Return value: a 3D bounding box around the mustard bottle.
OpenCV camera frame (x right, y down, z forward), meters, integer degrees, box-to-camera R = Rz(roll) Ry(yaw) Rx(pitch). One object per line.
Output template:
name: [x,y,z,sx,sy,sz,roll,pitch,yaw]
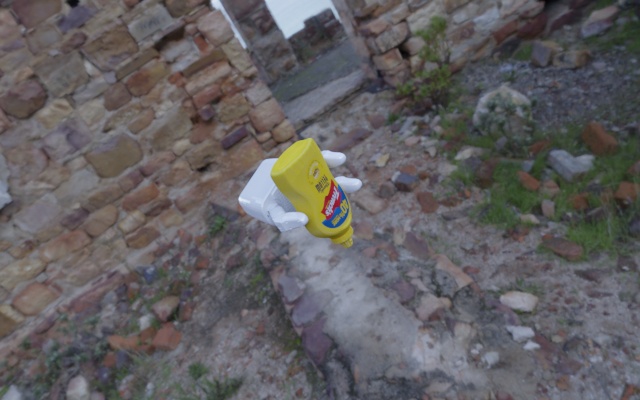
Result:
mustard bottle: [0.000,0.002,0.768,0.058,0.192,0.096,-10,33,39]
